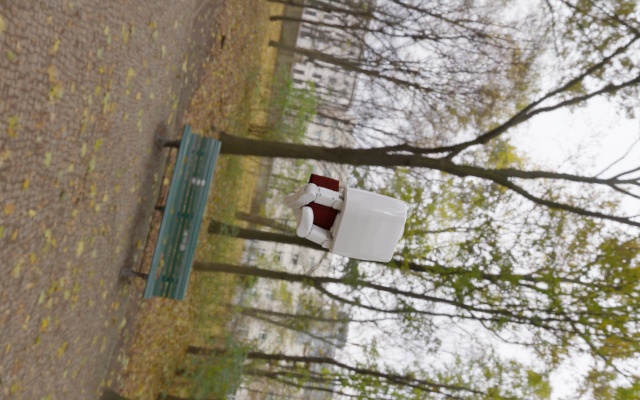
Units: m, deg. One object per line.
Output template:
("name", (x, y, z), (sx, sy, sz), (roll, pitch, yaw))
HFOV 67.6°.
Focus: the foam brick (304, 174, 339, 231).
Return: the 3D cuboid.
("foam brick", (0.000, 0.002, 0.816), (0.051, 0.078, 0.053), (12, -43, -6))
